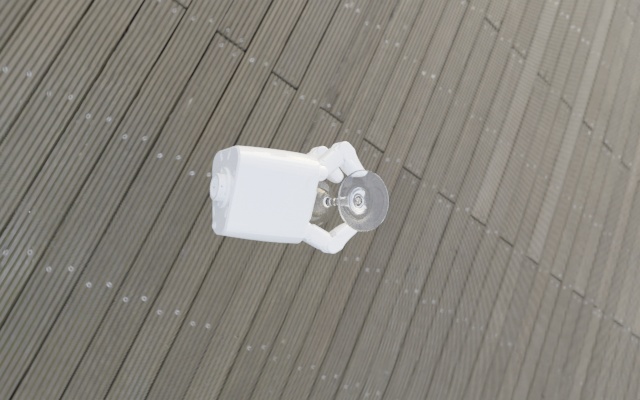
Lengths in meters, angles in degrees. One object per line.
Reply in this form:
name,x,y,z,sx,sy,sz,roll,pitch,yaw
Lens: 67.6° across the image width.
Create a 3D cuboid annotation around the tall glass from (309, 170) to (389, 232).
tall glass,0.001,0.002,0.652,0.079,0.079,0.201,0,-1,-31
